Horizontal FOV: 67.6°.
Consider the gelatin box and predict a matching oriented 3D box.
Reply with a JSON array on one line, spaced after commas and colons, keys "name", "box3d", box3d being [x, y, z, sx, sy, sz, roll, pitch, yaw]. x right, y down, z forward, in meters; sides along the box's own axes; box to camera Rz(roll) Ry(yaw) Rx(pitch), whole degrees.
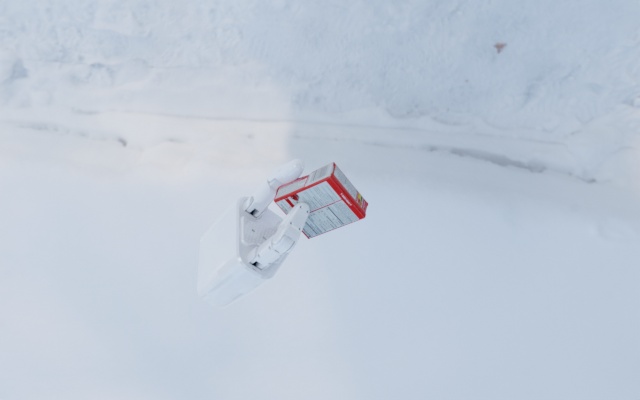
[{"name": "gelatin box", "box3d": [0.000, 0.002, 0.571, 0.089, 0.030, 0.073, -22, -56, 32]}]
